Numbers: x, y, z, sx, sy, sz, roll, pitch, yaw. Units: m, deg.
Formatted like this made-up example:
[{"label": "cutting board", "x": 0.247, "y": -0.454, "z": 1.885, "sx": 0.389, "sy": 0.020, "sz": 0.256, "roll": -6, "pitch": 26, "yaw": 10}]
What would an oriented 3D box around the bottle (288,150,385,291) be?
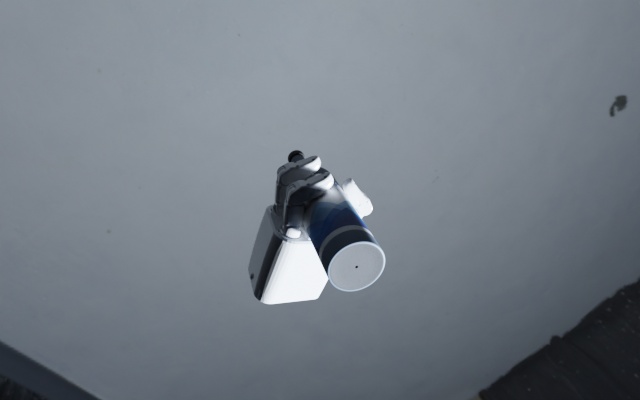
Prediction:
[{"label": "bottle", "x": 0.000, "y": 0.002, "z": 0.637, "sx": 0.069, "sy": 0.069, "sz": 0.295, "roll": 0, "pitch": 29, "yaw": -18}]
